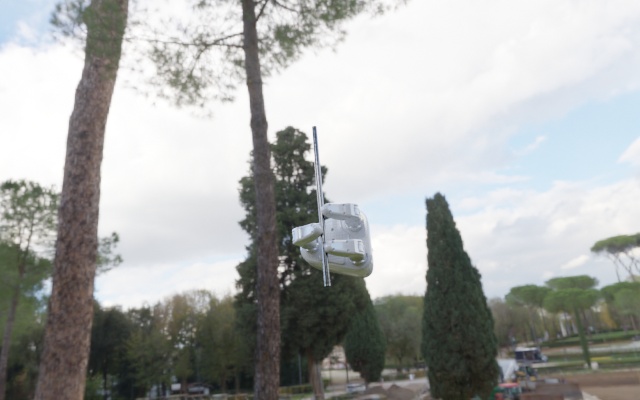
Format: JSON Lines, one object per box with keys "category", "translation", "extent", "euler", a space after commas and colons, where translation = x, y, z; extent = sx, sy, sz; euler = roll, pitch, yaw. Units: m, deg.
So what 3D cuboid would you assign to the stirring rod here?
{"category": "stirring rod", "translation": [0.000, 0.002, 0.684], "extent": [0.011, 0.239, 0.011], "euler": [-4, -18, -1]}
